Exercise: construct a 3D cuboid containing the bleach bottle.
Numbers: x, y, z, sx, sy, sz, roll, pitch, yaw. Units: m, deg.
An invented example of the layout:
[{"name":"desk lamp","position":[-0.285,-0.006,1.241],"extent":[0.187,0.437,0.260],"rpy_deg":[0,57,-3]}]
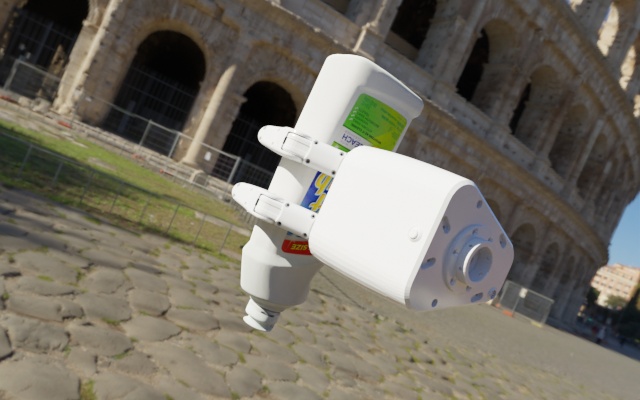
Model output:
[{"name":"bleach bottle","position":[0.000,0.001,0.440],"extent":[0.102,0.251,0.068],"rpy_deg":[24,1,-39]}]
